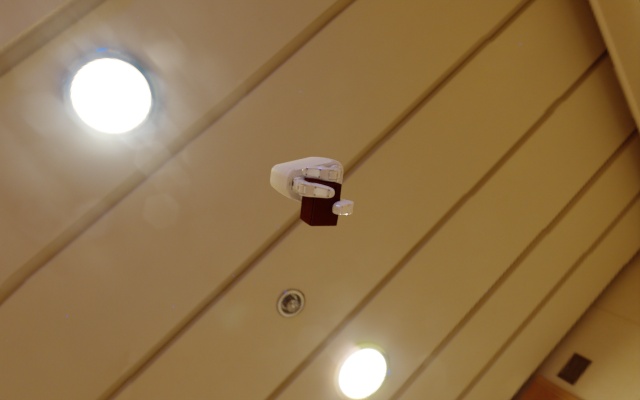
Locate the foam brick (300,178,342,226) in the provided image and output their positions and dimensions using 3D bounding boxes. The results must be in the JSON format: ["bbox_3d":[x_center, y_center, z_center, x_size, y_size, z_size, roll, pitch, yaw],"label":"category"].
[{"bbox_3d":[0.000,0.003,0.845,0.053,0.078,0.051,3,9,-26],"label":"foam brick"}]
